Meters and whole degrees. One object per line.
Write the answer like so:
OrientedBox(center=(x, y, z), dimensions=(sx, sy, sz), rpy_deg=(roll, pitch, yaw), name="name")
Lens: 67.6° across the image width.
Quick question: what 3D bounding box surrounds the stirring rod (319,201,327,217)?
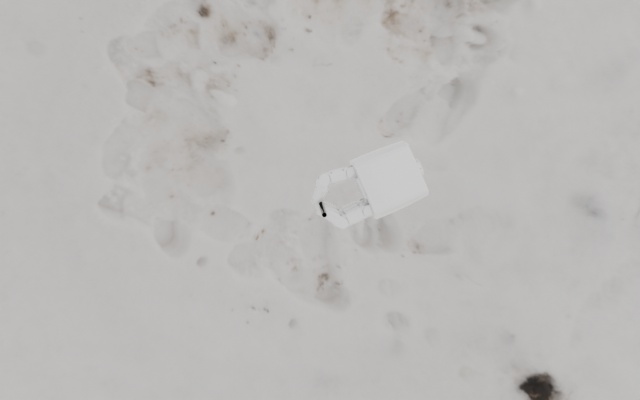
OrientedBox(center=(0.000, 0.003, 0.879), dimensions=(0.011, 0.011, 0.239), rpy_deg=(0, 10, -3), name="stirring rod")
